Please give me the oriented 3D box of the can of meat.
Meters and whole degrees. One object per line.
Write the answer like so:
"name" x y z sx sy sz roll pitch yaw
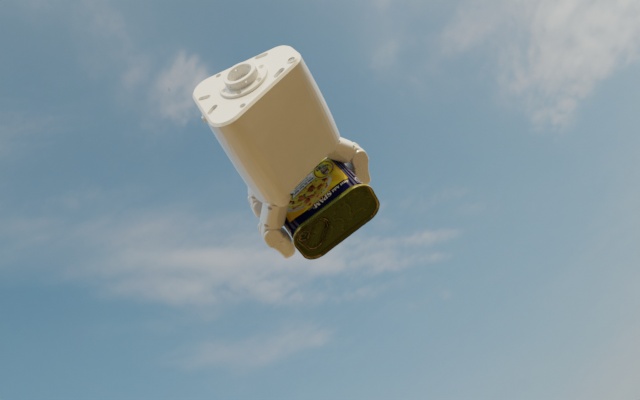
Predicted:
"can of meat" 0.000 0.002 0.535 0.084 0.102 0.057 51 -3 45
